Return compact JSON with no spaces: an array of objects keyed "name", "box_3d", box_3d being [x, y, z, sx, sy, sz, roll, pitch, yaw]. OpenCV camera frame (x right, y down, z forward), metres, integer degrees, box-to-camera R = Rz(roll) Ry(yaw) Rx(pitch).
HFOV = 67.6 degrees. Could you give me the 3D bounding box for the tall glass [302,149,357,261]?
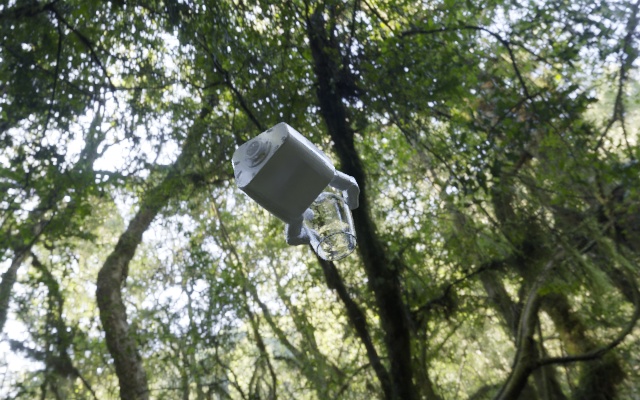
[{"name":"tall glass","box_3d":[0.000,0.002,0.767,0.079,0.079,0.201,0,42,-19]}]
